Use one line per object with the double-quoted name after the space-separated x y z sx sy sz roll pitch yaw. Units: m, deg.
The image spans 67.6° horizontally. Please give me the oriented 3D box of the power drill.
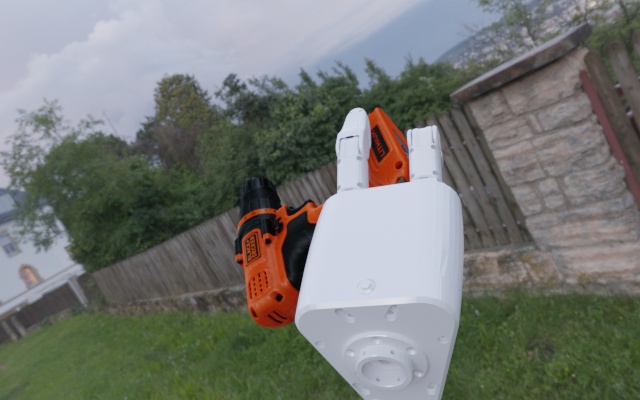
0.000 0.001 0.440 0.188 0.184 0.057 -37 -50 17 "power drill"
